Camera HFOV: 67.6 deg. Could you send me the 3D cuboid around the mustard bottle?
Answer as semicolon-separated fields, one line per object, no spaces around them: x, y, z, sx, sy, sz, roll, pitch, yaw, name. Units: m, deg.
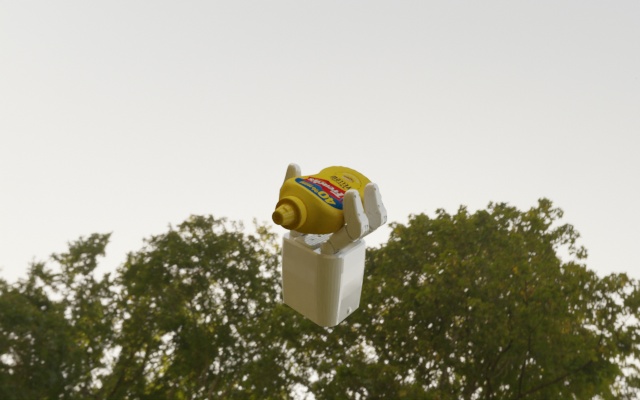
0.000;0.002;0.635;0.096;0.058;0.191;36;29;21;mustard bottle
